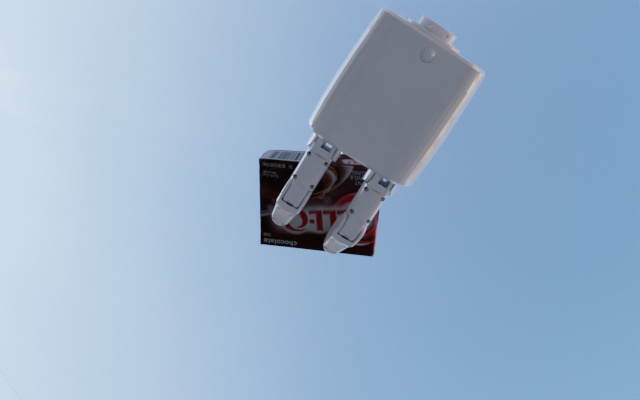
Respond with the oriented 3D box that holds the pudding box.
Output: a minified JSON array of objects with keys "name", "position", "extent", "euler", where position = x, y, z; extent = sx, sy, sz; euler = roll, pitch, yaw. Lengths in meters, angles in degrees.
[{"name":"pudding box","position":[0.000,0.001,0.451],"extent":[0.113,0.090,0.039],"euler":[6,24,8]}]
